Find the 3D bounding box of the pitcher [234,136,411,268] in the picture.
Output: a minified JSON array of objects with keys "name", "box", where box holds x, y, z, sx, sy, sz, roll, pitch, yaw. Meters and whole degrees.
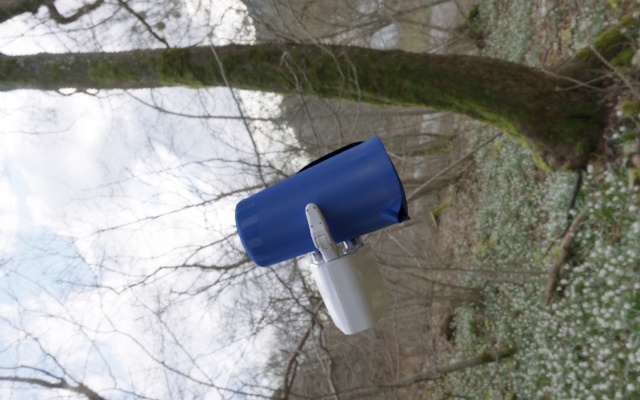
[{"name":"pitcher","box":[0.000,0.003,0.717,0.243,0.145,0.149,-22,-2,5]}]
